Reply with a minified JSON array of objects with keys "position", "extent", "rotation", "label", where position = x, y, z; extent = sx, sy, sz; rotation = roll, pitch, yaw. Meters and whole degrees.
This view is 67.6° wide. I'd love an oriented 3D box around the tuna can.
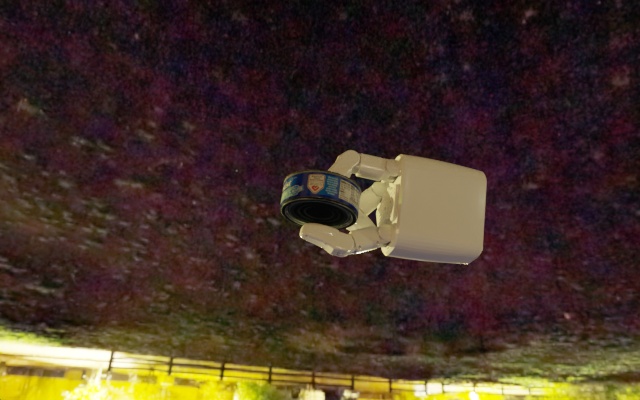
[{"position":[0.000,0.002,0.515],"extent":[0.086,0.033,0.086],"rotation":[6,-25,3],"label":"tuna can"}]
